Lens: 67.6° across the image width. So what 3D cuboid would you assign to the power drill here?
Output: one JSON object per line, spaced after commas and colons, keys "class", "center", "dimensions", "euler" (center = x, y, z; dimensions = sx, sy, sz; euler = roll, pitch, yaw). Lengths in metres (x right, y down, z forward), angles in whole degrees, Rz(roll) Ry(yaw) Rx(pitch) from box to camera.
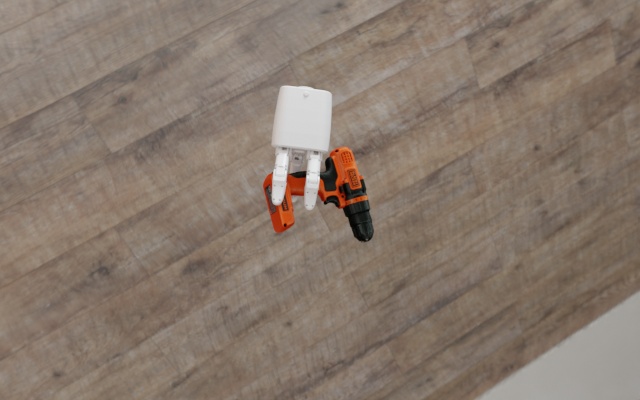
{"class": "power drill", "center": [0.000, 0.003, 0.872], "dimensions": [0.187, 0.184, 0.057], "euler": [-12, -10, -25]}
